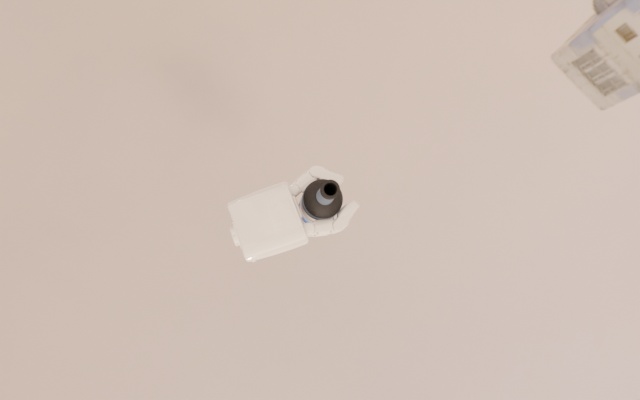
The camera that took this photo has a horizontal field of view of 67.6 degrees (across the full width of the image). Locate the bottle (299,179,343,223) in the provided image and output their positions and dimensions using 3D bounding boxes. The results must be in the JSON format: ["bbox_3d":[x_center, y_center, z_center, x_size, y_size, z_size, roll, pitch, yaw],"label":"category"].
[{"bbox_3d":[0.000,0.003,0.815,0.069,0.069,0.296,0,-7,-5],"label":"bottle"}]
